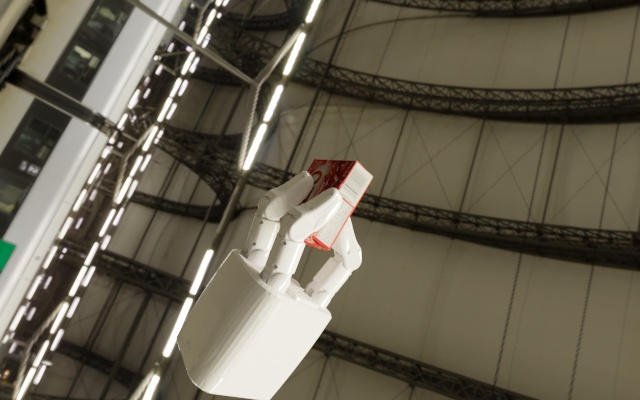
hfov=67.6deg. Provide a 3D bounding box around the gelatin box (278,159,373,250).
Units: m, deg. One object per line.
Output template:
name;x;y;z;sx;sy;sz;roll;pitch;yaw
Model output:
gelatin box;0.001;0.002;0.472;0.030;0.089;0.073;41;-17;-30
